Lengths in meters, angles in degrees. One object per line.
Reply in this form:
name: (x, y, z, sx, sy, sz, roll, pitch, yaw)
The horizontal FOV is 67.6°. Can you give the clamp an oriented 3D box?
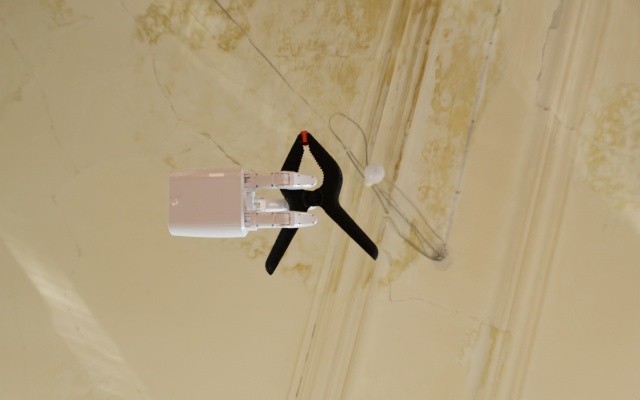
clamp: (0.000, 0.002, 0.701, 0.164, 0.210, 0.036, -1, -6, -1)
